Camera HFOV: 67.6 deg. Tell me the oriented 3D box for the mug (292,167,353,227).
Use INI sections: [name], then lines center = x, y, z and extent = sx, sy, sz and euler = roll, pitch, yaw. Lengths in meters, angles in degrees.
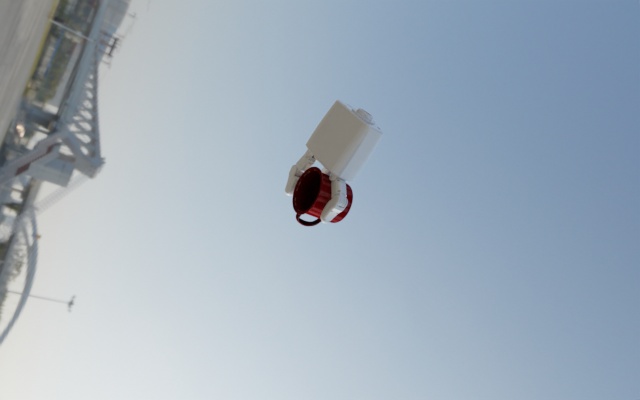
[mug]
center = 0.000, 0.004, 0.896
extent = 0.081, 0.117, 0.093
euler = 21, 23, -32
